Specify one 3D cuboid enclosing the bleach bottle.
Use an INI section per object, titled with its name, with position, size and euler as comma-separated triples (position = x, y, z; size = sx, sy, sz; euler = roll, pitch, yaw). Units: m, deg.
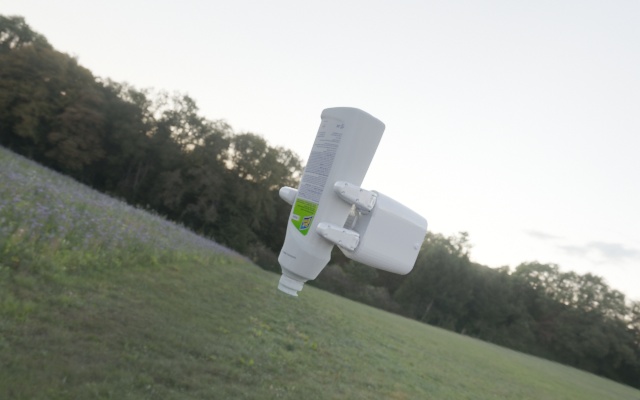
[bleach bottle]
position = 0.000, 0.002, 0.636
size = 0.068, 0.251, 0.102
euler = 24, -4, -29
